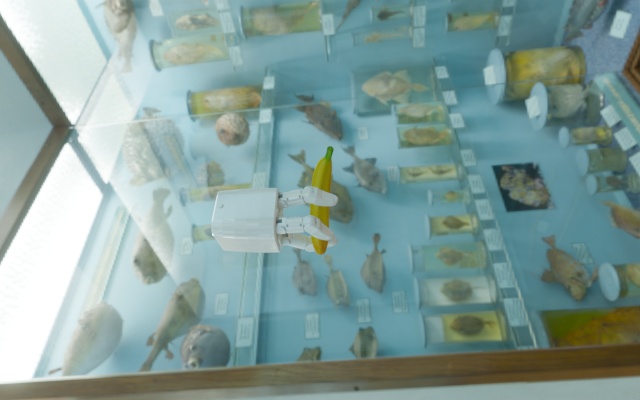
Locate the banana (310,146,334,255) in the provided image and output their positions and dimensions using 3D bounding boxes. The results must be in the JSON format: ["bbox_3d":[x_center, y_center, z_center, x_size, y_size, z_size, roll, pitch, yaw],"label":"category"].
[{"bbox_3d":[0.000,0.005,0.860,0.037,0.197,0.070,4,-16,-1],"label":"banana"}]
